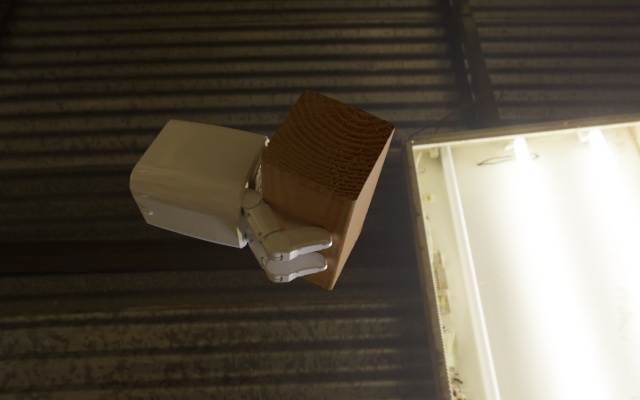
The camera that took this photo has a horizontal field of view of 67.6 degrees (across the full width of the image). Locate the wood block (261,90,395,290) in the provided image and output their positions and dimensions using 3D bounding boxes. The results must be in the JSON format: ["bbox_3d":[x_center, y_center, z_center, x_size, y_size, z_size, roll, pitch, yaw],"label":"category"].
[{"bbox_3d":[0.000,0.001,0.489,0.090,0.090,0.206,24,-29,9],"label":"wood block"}]
